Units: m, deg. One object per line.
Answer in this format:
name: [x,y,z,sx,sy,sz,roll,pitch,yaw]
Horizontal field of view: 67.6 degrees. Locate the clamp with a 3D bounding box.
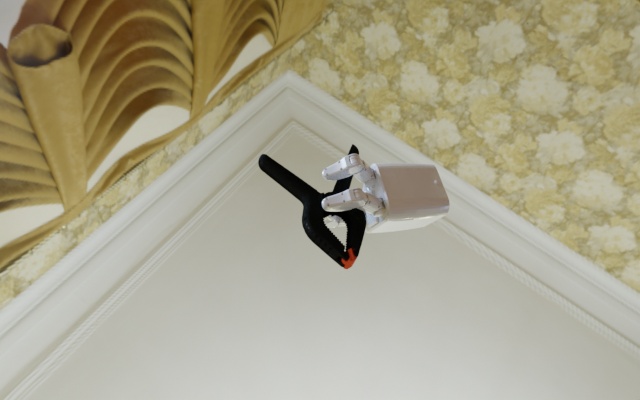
clamp: [0.000,0.003,0.701,0.164,0.209,0.036,-3,-33,-16]
